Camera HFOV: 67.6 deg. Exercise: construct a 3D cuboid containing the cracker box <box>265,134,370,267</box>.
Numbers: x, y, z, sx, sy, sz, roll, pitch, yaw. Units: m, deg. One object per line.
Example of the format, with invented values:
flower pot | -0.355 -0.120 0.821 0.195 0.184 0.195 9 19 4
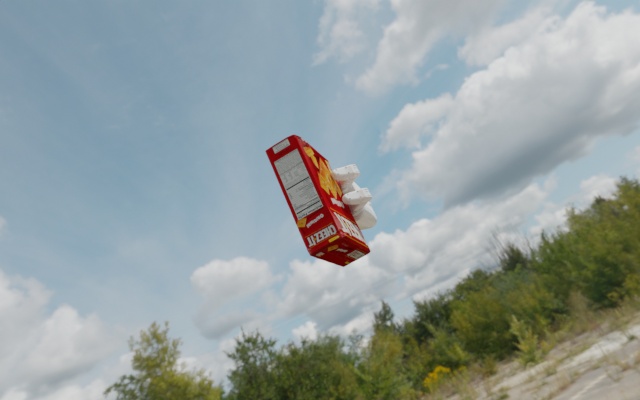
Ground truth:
cracker box | 0.000 0.003 0.865 0.072 0.213 0.164 -30 -23 13
